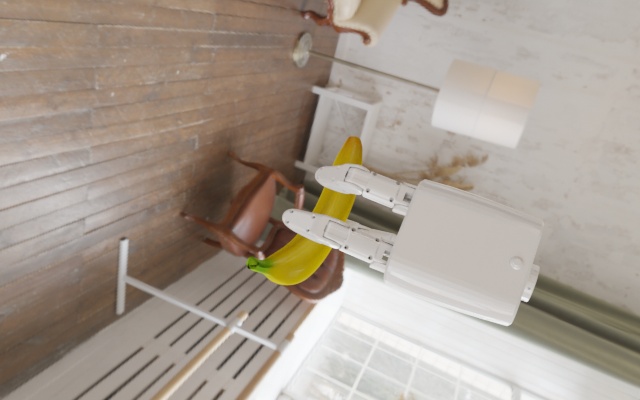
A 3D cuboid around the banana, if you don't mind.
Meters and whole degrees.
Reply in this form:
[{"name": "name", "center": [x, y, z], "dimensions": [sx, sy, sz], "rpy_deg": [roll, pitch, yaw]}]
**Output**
[{"name": "banana", "center": [0.001, 0.017, 0.479], "dimensions": [0.037, 0.070, 0.197], "rpy_deg": [17, 50, 24]}]
